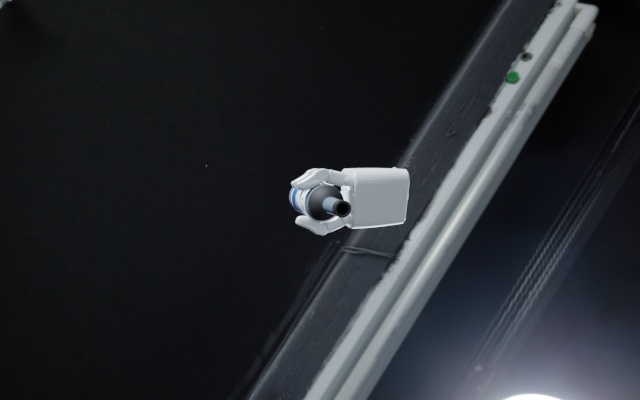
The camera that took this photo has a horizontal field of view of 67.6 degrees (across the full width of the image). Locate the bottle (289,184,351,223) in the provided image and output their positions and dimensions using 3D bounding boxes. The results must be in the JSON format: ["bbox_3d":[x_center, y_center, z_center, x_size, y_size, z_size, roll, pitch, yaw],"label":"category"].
[{"bbox_3d":[0.000,0.003,0.870,0.069,0.069,0.295,0,4,-13],"label":"bottle"}]
